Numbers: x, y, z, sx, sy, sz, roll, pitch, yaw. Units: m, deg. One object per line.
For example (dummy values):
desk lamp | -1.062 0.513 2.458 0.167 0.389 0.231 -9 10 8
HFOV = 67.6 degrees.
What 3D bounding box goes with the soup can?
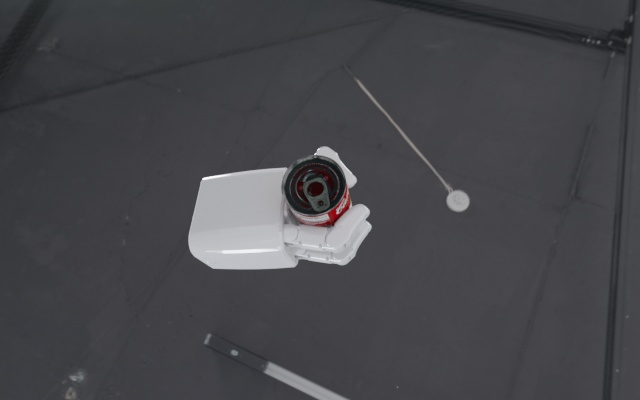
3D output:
soup can | 0.001 0.002 0.536 0.068 0.068 0.102 0 -21 9
